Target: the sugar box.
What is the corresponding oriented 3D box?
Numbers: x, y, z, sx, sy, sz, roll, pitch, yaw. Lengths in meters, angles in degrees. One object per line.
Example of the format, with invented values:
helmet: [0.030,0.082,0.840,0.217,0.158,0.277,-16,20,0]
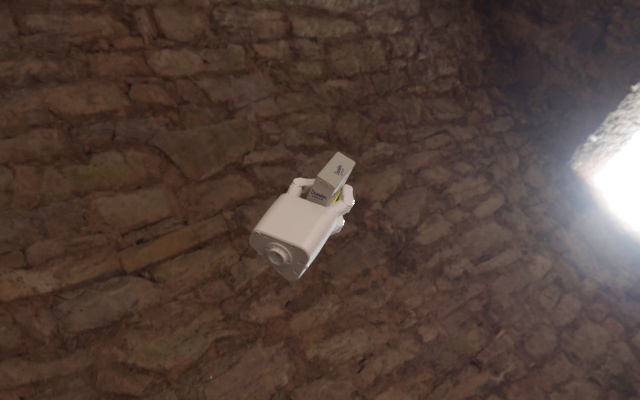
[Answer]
sugar box: [0.001,0.003,0.884,0.048,0.176,0.093,34,43,4]
